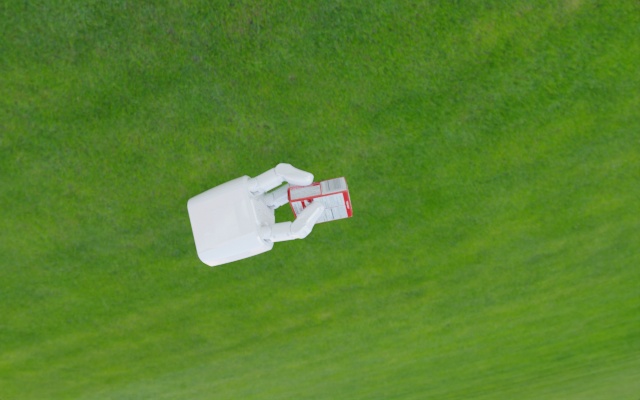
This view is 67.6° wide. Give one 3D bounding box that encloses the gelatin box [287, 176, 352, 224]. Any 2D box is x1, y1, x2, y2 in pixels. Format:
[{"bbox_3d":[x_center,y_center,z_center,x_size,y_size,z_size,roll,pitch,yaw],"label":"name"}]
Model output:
[{"bbox_3d":[0.001,0.003,0.725,0.089,0.030,0.073,-11,-35,4],"label":"gelatin box"}]
